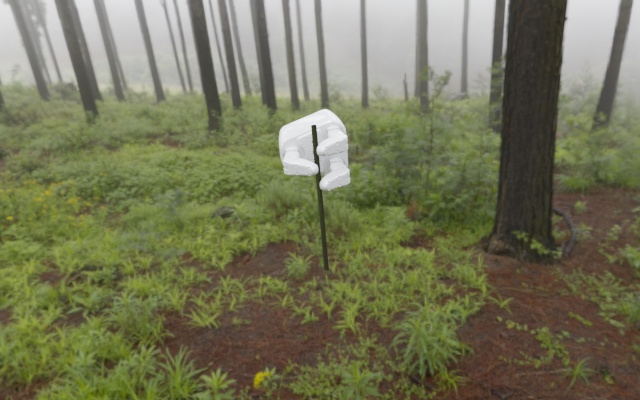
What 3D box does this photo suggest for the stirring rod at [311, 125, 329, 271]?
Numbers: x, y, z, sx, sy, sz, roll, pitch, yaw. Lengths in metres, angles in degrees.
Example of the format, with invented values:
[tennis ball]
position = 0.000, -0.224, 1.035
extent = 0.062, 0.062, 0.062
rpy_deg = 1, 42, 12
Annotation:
[stirring rod]
position = 0.000, 0.002, 0.732
extent = 0.011, 0.240, 0.011
rpy_deg = -4, 24, 2
